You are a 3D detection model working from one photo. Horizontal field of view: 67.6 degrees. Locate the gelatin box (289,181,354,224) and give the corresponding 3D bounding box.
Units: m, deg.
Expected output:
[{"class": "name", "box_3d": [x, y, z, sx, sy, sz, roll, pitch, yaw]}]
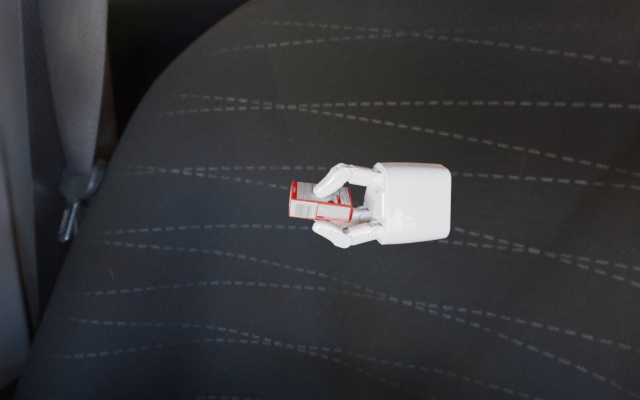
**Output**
[{"class": "gelatin box", "box_3d": [0.000, 0.002, 0.691, 0.089, 0.030, 0.073, 7, 22, -5]}]
